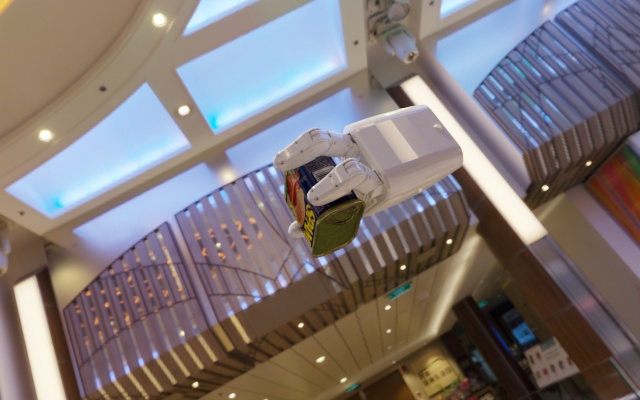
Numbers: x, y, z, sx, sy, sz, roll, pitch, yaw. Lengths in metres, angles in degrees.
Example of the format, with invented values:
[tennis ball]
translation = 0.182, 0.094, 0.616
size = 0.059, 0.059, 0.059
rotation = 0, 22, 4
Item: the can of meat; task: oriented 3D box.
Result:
[can of meat]
translation = 0.000, 0.002, 0.531
size = 0.057, 0.084, 0.102
rotation = -22, -27, -18
